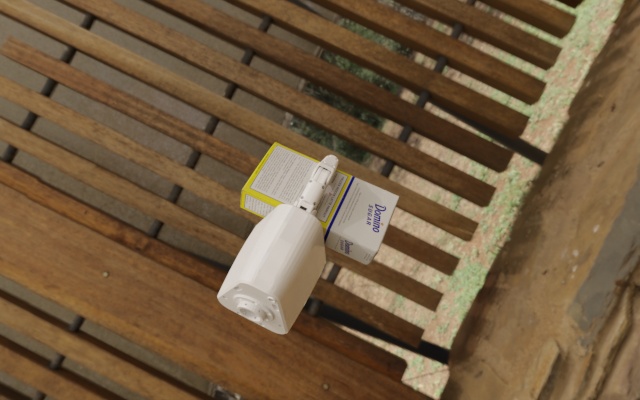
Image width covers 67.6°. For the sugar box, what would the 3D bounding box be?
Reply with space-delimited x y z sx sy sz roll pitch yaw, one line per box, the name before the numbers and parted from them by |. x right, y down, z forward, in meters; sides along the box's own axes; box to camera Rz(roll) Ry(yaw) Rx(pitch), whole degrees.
sugar box | 0.000 0.002 0.595 0.176 0.093 0.048 26 -35 3
